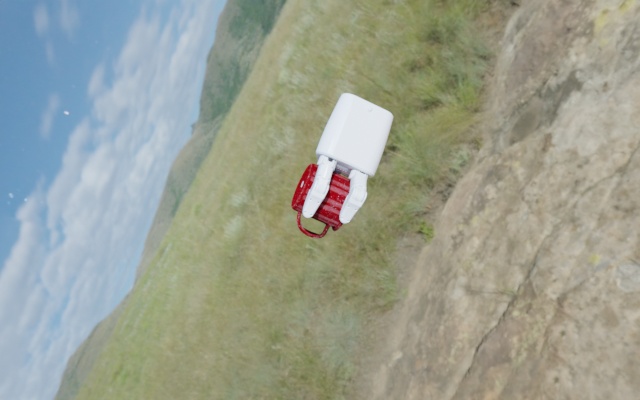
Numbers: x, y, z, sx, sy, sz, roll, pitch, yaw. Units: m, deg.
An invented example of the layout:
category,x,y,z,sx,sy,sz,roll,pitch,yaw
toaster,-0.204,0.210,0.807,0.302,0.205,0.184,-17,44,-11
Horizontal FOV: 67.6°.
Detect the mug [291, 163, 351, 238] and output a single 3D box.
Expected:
category,x,y,z,sx,sy,sz,roll,pitch,yaw
mug,-0.001,0.004,0.767,0.081,0.117,0.093,24,-9,-11
